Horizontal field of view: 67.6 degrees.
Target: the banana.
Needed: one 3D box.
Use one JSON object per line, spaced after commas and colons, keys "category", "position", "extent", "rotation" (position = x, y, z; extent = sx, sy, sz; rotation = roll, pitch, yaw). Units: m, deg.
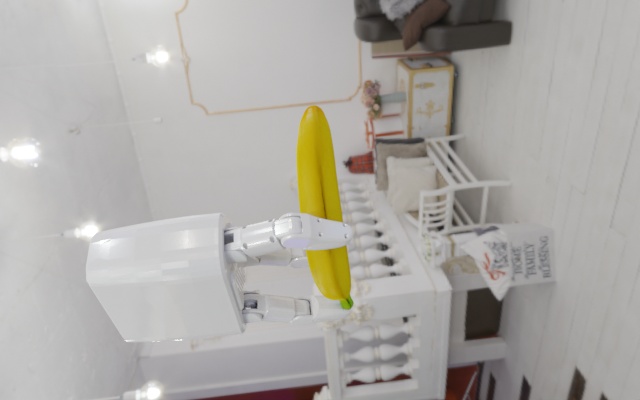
{"category": "banana", "position": [0.000, 0.003, 0.428], "extent": [0.037, 0.198, 0.069], "rotation": [-8, -6, 1]}
